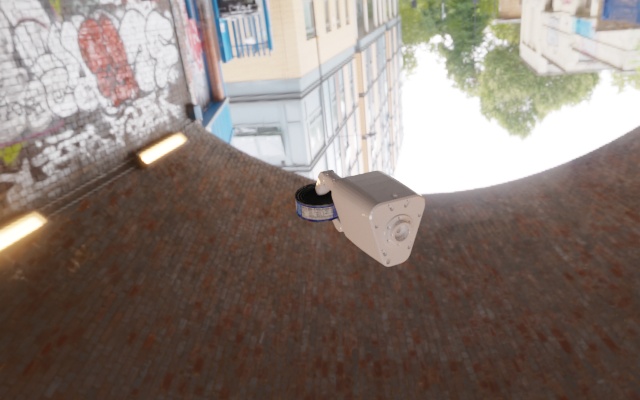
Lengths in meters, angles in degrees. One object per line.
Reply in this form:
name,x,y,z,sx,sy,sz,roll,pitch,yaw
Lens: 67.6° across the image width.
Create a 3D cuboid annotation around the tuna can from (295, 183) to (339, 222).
tuna can,0.000,0.003,0.812,0.086,0.034,0.086,-3,28,2
